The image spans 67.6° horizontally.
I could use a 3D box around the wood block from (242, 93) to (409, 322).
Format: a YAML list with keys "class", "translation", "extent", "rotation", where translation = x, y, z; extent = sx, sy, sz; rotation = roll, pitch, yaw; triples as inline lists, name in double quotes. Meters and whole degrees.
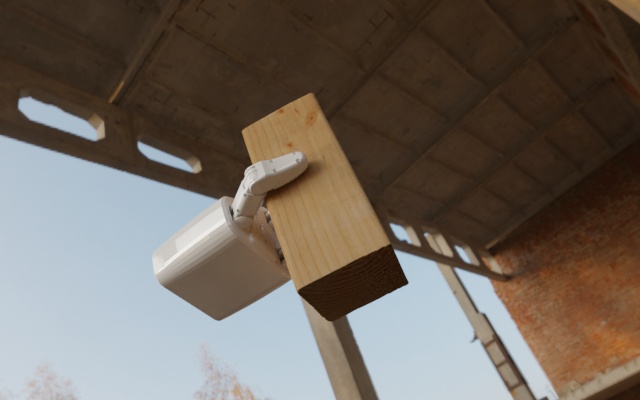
- class: "wood block"
  translation: [0.000, 0.002, 0.485]
  extent: [0.090, 0.206, 0.091]
  rotation: [-27, -36, 5]
